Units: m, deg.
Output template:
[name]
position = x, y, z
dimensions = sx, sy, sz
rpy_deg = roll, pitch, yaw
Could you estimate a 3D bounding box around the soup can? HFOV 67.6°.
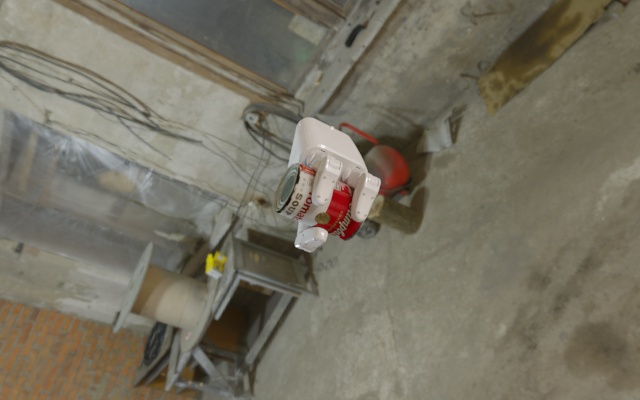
[soup can]
position = 0.000, 0.002, 0.603
dimensions = 0.102, 0.068, 0.068
rpy_deg = 23, -9, -21
